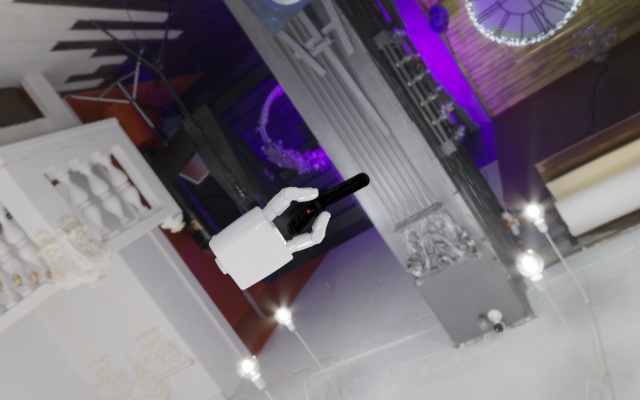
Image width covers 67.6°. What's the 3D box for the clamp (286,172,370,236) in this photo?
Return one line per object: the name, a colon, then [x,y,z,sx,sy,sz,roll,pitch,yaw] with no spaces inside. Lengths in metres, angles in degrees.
clamp: [0.000,0.004,0.866,0.164,0.036,0.210,-33,6,-7]
